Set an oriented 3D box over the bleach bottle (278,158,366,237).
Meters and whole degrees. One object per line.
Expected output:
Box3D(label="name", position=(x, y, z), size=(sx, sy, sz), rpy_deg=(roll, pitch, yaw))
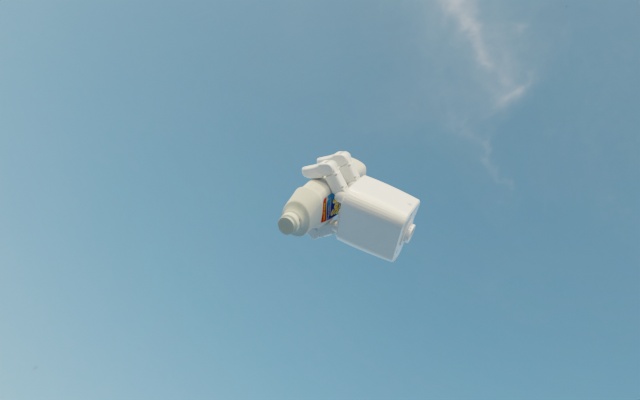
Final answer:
Box3D(label="bleach bottle", position=(0.000, 0.003, 0.815), size=(0.068, 0.103, 0.250), rpy_deg=(25, 29, 16))
